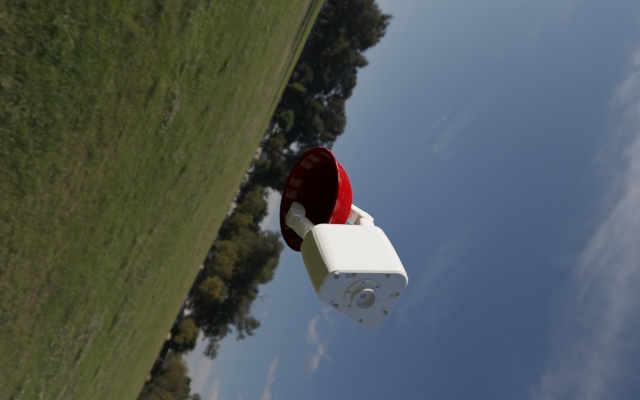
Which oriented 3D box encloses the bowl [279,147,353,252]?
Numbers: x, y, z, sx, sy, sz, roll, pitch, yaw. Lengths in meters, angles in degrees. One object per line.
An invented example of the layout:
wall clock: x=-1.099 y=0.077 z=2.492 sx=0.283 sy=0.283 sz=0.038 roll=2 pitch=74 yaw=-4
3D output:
bowl: x=0.000 y=0.002 z=0.733 sx=0.055 sy=0.162 sz=0.162 roll=14 pitch=-8 yaw=-32
